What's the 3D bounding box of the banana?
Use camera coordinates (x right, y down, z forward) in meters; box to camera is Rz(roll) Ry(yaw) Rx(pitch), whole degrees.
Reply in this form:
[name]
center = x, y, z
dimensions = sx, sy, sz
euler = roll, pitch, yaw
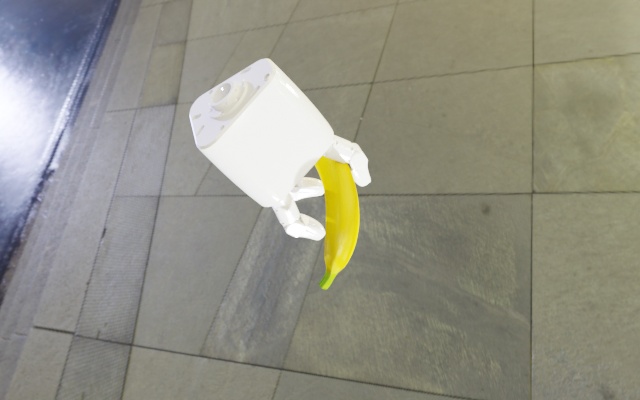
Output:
[banana]
center = 0.014, -0.002, 0.551
dimensions = 0.070, 0.197, 0.037
euler = -29, -40, 36
